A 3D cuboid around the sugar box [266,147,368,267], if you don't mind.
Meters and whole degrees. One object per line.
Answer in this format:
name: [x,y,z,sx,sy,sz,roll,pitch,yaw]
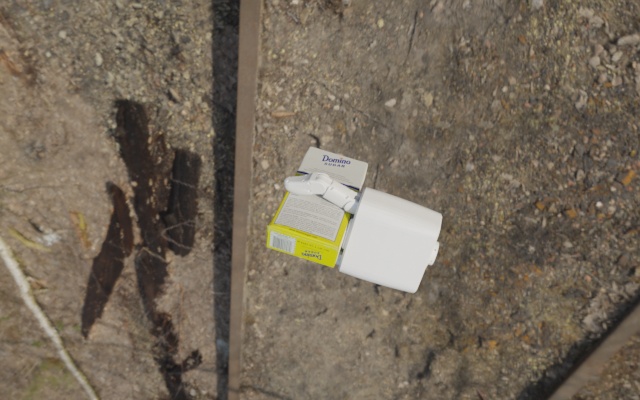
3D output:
sugar box: [0.000,0.003,0.647,0.093,0.048,0.176,17,41,7]
